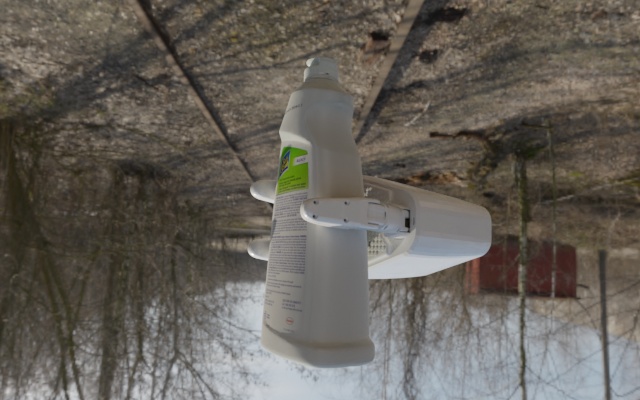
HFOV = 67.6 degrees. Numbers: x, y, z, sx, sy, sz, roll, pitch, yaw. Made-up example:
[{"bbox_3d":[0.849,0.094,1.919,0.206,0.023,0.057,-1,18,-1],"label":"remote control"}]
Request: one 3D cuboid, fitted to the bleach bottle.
[{"bbox_3d":[0.000,0.001,0.401,0.068,0.251,0.102,8,-9,-35],"label":"bleach bottle"}]
